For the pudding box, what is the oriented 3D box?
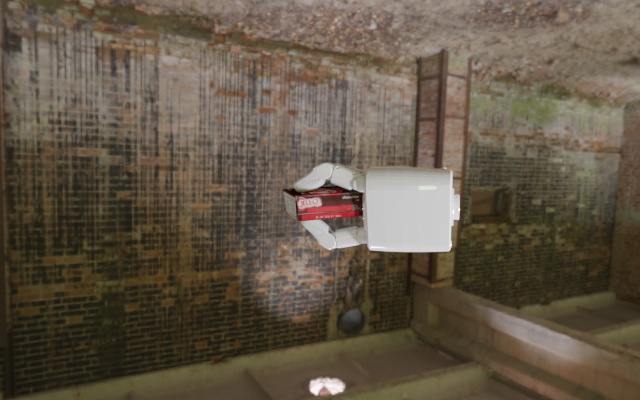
[{"bbox_3d":[0.000,0.002,0.660,0.090,0.039,0.113,-3,4,-13],"label":"pudding box"}]
